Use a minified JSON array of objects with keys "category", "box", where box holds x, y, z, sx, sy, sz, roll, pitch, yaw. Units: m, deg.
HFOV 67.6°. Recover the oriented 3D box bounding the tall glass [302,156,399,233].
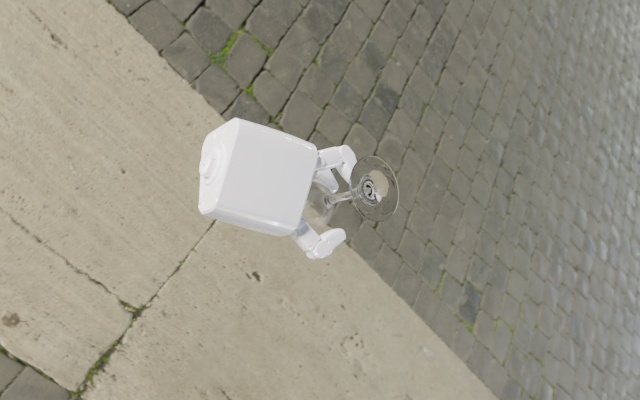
[{"category":"tall glass","box":[0.001,0.002,0.602,0.079,0.079,0.201,0,-9,-38]}]
